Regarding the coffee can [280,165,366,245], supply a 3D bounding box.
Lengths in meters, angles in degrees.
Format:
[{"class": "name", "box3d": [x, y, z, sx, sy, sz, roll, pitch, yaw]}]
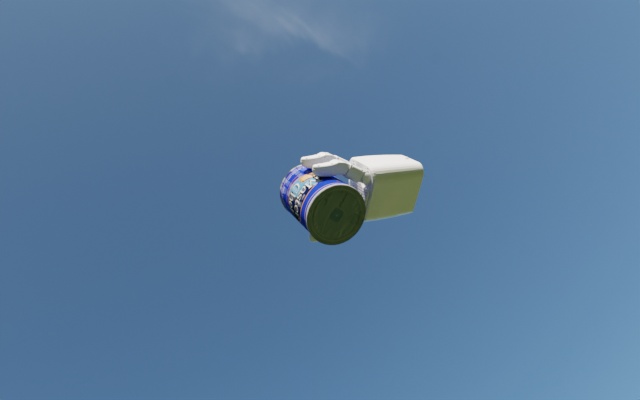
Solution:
[{"class": "coffee can", "box3d": [0.000, 0.003, 0.817, 0.103, 0.103, 0.140, 0, 18, -24]}]
